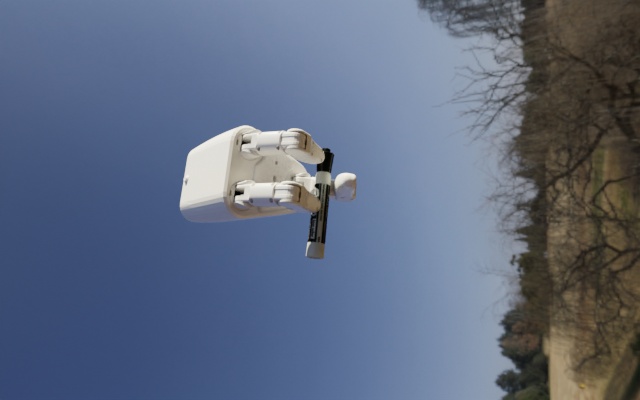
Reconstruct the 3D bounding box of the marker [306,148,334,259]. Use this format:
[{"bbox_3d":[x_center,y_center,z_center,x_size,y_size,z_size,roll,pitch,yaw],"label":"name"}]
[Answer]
[{"bbox_3d":[0.000,0.002,0.510,0.020,0.121,0.020,5,-14,1],"label":"marker"}]
